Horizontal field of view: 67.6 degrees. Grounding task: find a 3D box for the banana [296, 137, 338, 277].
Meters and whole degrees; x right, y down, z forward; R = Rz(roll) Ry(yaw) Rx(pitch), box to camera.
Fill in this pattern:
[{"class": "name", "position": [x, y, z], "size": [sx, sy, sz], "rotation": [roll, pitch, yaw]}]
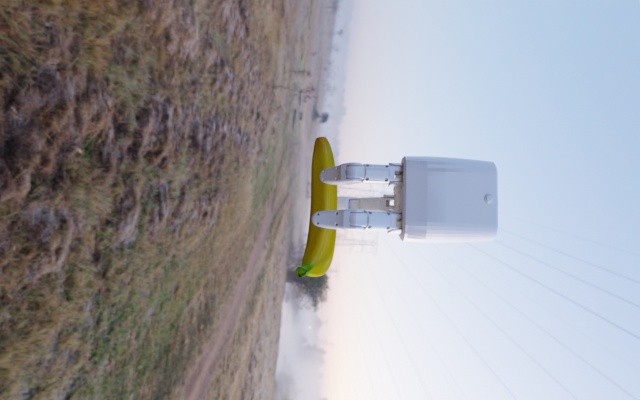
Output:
[{"class": "banana", "position": [0.002, 0.015, 0.593], "size": [0.037, 0.197, 0.070], "rotation": [1, -32, 7]}]
